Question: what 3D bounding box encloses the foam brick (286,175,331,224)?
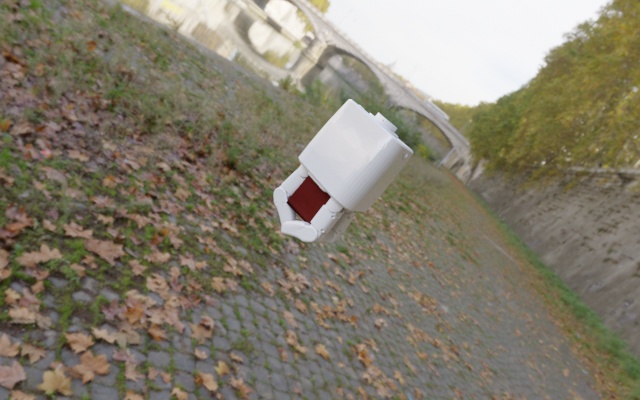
[{"bbox_3d":[0.000,0.002,0.665,0.053,0.051,0.078,44,13,16],"label":"foam brick"}]
